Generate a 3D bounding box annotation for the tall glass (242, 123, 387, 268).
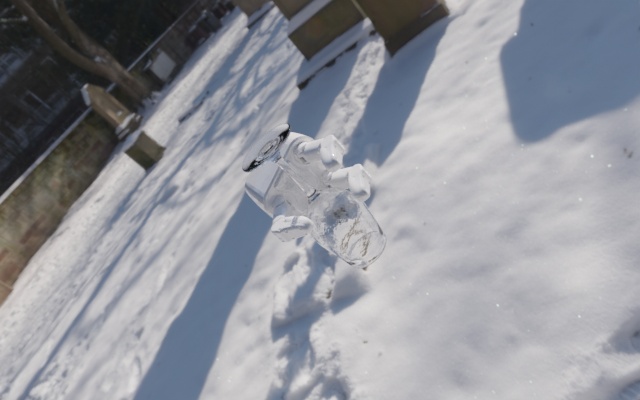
[{"bbox_3d":[0.000,0.002,0.586,0.201,0.079,0.079,45,-25,-27],"label":"tall glass"}]
